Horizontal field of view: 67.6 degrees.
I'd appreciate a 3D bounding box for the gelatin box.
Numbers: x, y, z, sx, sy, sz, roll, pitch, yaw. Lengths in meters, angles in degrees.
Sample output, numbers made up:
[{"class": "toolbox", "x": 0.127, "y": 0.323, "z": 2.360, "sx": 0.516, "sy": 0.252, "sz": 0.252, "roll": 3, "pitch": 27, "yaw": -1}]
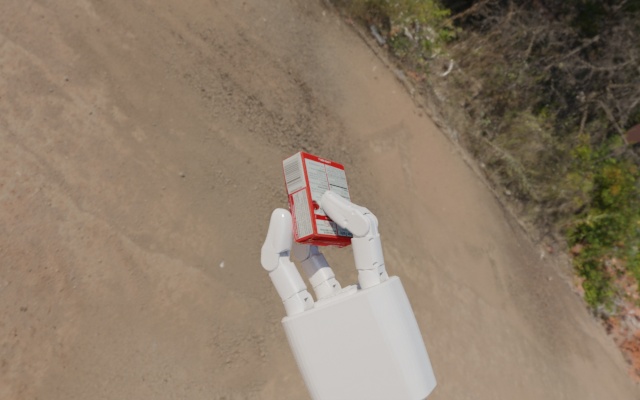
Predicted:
[{"class": "gelatin box", "x": 0.000, "y": 0.001, "z": 0.483, "sx": 0.030, "sy": 0.089, "sz": 0.073, "roll": -22, "pitch": -20, "yaw": 34}]
